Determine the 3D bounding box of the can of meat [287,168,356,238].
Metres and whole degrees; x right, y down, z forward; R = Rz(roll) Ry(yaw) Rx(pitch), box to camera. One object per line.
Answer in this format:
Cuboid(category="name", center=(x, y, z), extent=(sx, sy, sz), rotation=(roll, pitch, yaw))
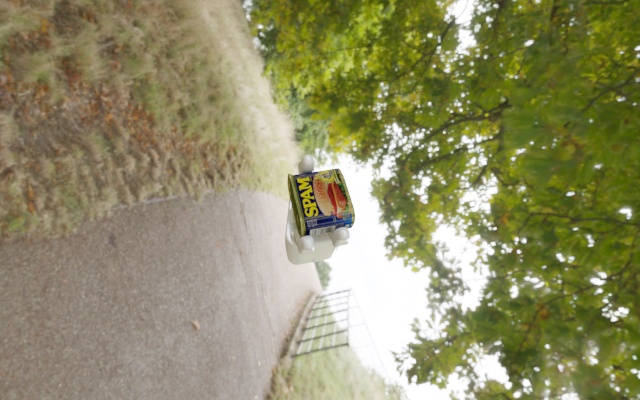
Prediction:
Cuboid(category="can of meat", center=(0.000, 0.002, 0.735), extent=(0.084, 0.102, 0.057), rotation=(-10, -29, -10))
